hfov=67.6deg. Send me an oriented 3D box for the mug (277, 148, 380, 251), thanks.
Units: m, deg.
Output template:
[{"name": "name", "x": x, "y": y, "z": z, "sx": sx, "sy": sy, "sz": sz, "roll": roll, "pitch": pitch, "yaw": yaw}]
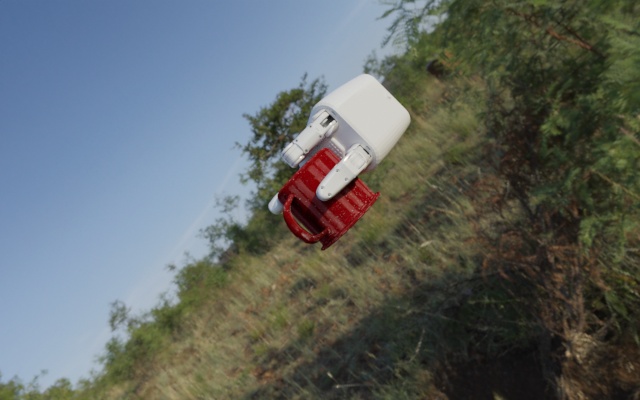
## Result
[{"name": "mug", "x": -0.001, "y": 0.002, "z": 0.528, "sx": 0.117, "sy": 0.081, "sz": 0.093, "roll": -46, "pitch": 1, "yaw": -44}]
